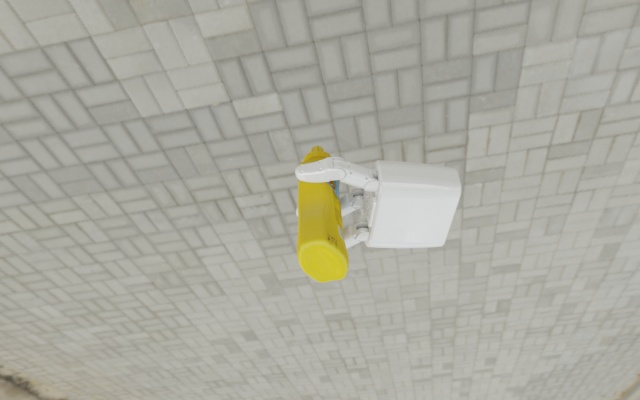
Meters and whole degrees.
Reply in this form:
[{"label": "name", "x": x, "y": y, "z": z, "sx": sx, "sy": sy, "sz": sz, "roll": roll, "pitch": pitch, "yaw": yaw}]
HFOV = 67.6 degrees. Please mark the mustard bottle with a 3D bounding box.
[{"label": "mustard bottle", "x": 0.000, "y": 0.002, "z": 0.623, "sx": 0.058, "sy": 0.191, "sz": 0.096, "roll": -12, "pitch": -39, "yaw": 12}]
